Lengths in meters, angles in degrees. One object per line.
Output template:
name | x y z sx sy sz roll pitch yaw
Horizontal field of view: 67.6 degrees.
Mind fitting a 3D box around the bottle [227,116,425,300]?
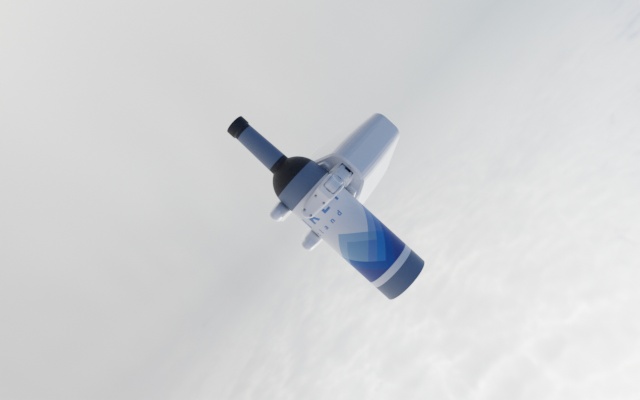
bottle | 0.000 0.002 0.603 0.296 0.069 0.069 42 0 0
